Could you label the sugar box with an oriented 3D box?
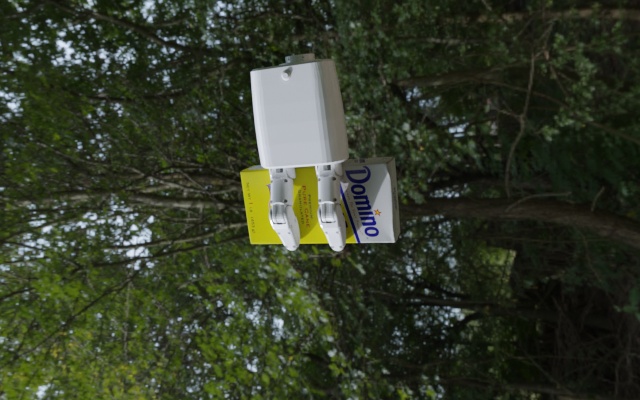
[{"bbox_3d":[0.000,0.002,0.555,0.176,0.093,0.048,-2,14,20],"label":"sugar box"}]
